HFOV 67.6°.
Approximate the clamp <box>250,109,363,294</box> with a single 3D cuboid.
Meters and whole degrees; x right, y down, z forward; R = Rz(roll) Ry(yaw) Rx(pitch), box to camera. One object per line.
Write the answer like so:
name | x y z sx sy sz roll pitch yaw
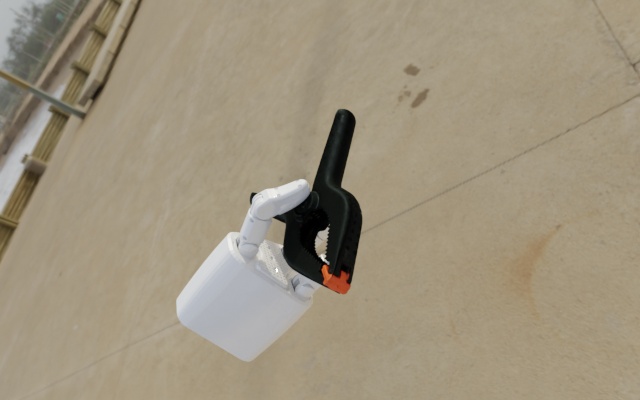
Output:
clamp | 0.000 0.002 0.489 0.036 0.164 0.209 33 18 -35
